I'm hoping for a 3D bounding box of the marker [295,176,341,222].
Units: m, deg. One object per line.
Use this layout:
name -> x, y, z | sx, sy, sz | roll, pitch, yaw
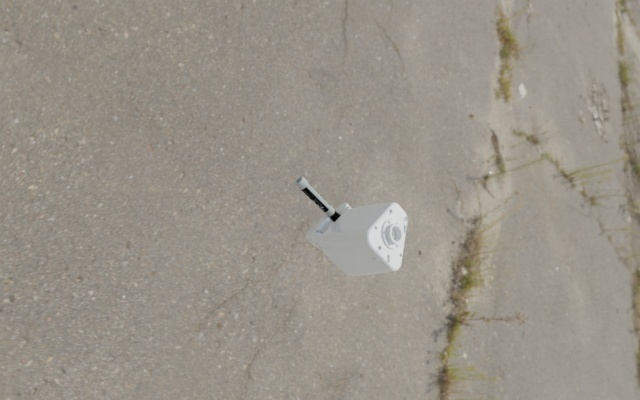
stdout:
marker -> 0.000, 0.003, 0.852 | 0.121, 0.020, 0.020 | 45, -25, -27
